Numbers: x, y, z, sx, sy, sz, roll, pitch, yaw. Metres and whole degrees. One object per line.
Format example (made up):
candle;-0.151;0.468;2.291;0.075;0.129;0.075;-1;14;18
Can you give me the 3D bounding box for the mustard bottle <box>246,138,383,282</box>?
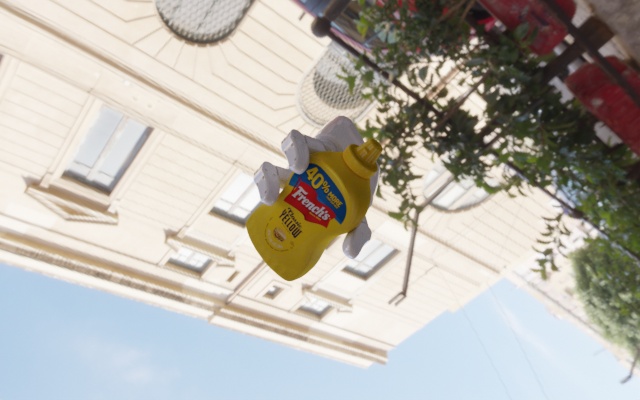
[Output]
mustard bottle;0.000;0.002;0.541;0.192;0.096;0.058;-45;-18;27
